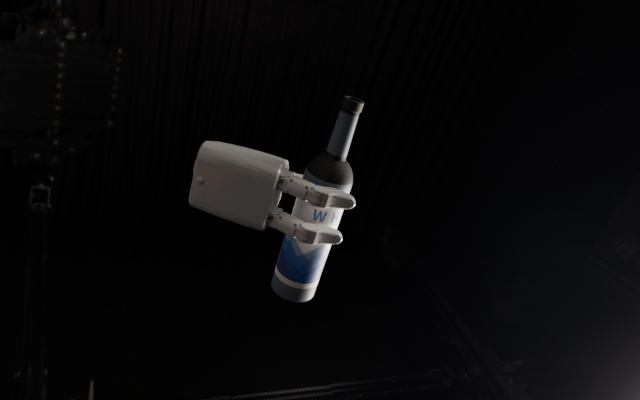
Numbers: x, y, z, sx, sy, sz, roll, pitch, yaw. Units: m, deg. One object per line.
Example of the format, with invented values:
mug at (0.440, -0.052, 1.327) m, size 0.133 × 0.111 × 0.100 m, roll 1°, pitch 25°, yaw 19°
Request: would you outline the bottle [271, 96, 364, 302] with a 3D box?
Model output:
bottle at (0.000, 0.002, 0.654) m, size 0.069 × 0.296 × 0.069 m, roll 15°, pitch 24°, yaw -7°
